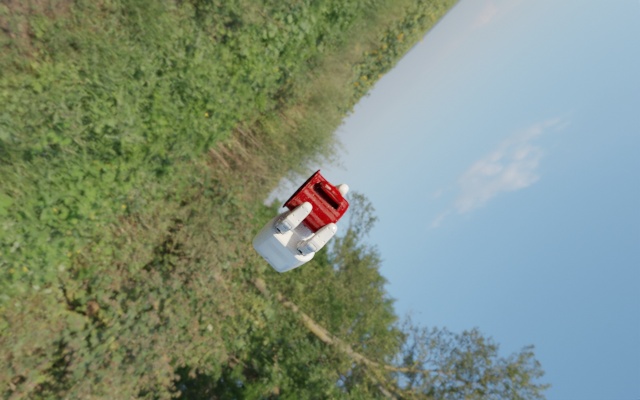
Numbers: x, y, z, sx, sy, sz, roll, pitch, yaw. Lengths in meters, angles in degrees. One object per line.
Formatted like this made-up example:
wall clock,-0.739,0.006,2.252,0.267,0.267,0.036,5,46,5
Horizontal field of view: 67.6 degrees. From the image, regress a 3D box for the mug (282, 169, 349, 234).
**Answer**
mug,0.001,0.002,0.815,0.093,0.081,0.117,-50,7,-34
